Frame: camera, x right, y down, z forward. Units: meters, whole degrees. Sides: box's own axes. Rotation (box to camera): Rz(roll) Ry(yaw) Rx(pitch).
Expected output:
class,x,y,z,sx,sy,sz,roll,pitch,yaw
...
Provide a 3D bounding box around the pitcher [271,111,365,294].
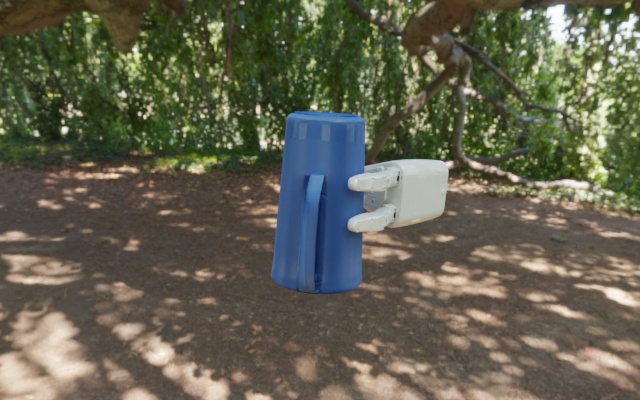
class,x,y,z,sx,sy,sz,roll,pitch,yaw
pitcher,0.000,0.002,0.665,0.145,0.243,0.149,-6,15,-35
